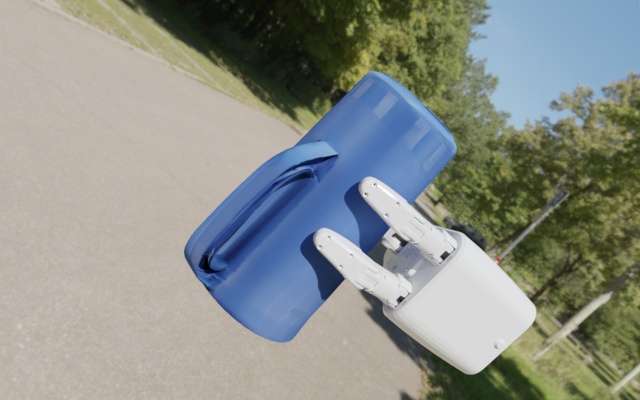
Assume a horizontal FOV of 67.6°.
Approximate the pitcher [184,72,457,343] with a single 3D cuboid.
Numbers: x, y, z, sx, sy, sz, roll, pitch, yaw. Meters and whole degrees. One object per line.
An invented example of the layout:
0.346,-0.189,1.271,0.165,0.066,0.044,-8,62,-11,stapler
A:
0.000,0.002,0.437,0.145,0.243,0.149,41,9,-13,pitcher
